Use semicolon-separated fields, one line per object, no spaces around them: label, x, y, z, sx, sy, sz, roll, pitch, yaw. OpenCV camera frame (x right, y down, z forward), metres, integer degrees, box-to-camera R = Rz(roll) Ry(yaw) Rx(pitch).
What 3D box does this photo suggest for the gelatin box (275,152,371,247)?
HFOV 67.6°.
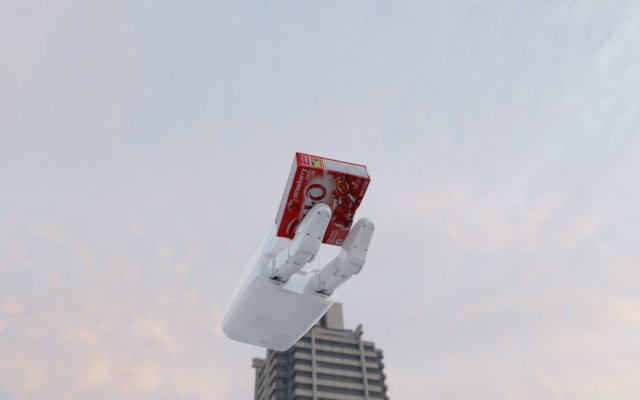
gelatin box;0.000;0.001;0.474;0.073;0.089;0.030;11;33;-15
